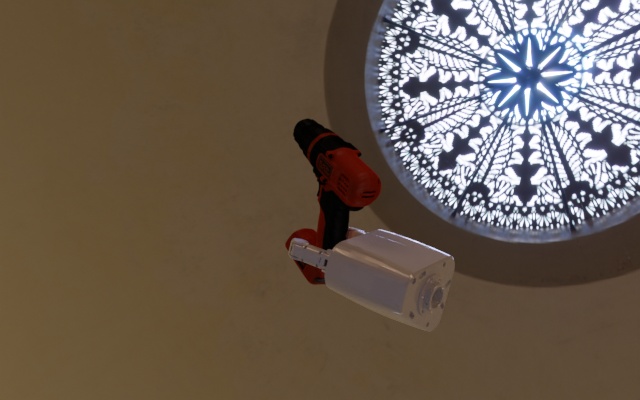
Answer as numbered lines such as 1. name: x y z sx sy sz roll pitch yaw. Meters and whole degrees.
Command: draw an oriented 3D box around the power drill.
1. power drill: 0.000 0.003 0.638 0.057 0.188 0.184 -6 34 -27
